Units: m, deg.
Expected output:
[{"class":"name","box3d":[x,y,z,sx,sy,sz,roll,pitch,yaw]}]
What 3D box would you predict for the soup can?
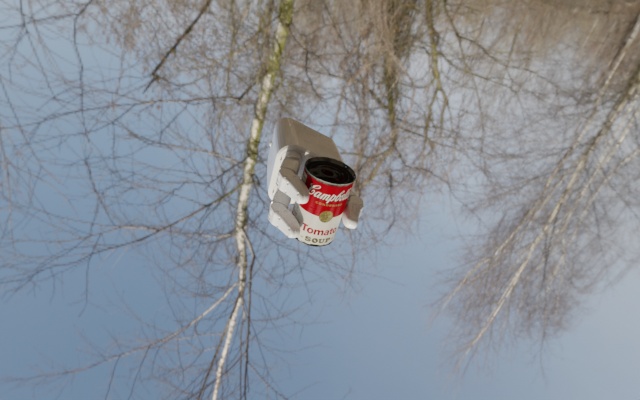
[{"class":"soup can","box3d":[0.000,0.003,0.637,0.068,0.102,0.068,13,31,-8]}]
